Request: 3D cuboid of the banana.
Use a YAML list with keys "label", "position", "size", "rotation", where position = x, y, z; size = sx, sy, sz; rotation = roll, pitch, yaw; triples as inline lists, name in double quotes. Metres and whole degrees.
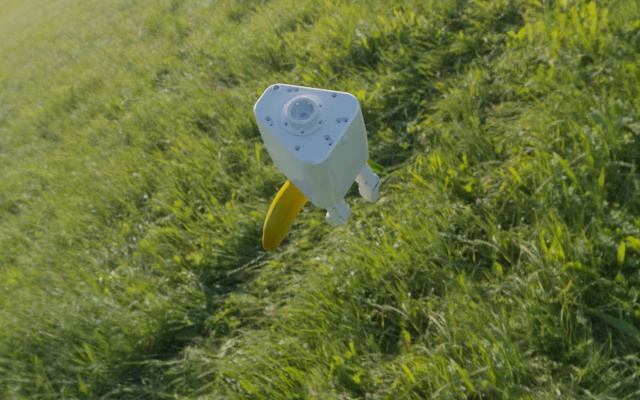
- label: "banana"
  position: [-0.008, -0.015, 0.630]
  size: [0.198, 0.069, 0.037]
  rotation: [-35, -2, -11]
